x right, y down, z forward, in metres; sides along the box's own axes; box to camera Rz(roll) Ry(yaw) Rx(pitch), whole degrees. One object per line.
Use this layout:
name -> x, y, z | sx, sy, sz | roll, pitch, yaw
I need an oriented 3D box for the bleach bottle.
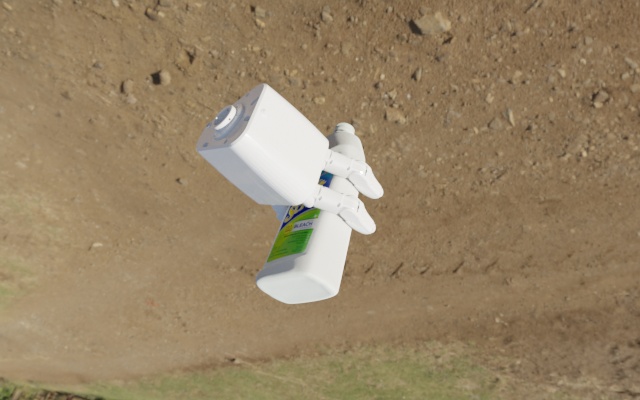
bleach bottle -> 0.000, 0.002, 0.613 | 0.102, 0.250, 0.068 | -18, -46, 40
